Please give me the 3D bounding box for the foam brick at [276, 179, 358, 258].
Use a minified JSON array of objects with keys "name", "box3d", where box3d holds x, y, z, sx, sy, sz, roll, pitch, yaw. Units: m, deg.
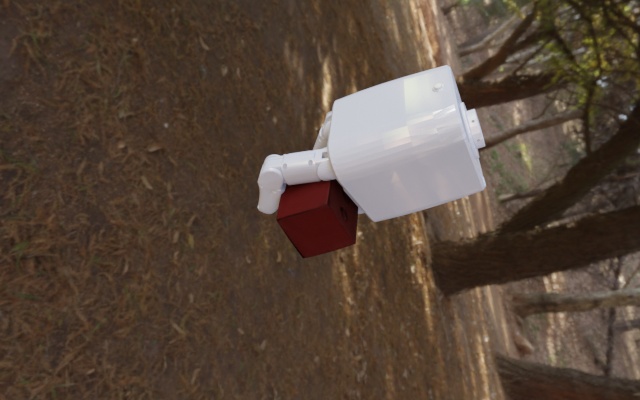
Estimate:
[{"name":"foam brick","box3d":[0.000,0.002,0.424,0.051,0.078,0.053,-15,-50,21]}]
